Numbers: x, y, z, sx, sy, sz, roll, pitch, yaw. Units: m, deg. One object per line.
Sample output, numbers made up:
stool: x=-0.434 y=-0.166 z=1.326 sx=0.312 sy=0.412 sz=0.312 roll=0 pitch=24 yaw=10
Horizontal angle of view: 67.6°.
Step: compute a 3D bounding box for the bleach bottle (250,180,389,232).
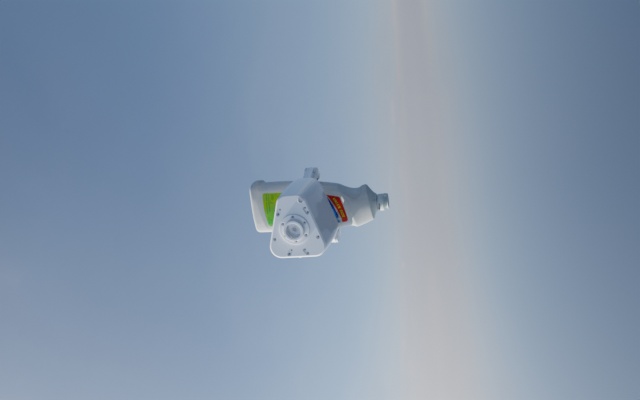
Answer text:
bleach bottle: x=0.000 y=0.003 z=0.891 sx=0.251 sy=0.102 sz=0.068 roll=-5 pitch=13 yaw=13
